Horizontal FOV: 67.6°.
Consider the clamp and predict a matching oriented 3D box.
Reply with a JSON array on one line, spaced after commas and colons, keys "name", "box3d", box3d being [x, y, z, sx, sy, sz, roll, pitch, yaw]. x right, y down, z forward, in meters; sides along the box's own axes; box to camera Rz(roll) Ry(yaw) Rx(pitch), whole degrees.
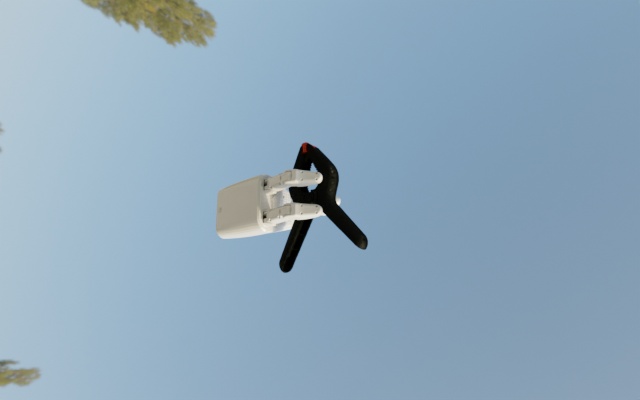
[{"name": "clamp", "box3d": [0.000, 0.002, 0.758, 0.164, 0.210, 0.036, -13, -21, 35]}]
